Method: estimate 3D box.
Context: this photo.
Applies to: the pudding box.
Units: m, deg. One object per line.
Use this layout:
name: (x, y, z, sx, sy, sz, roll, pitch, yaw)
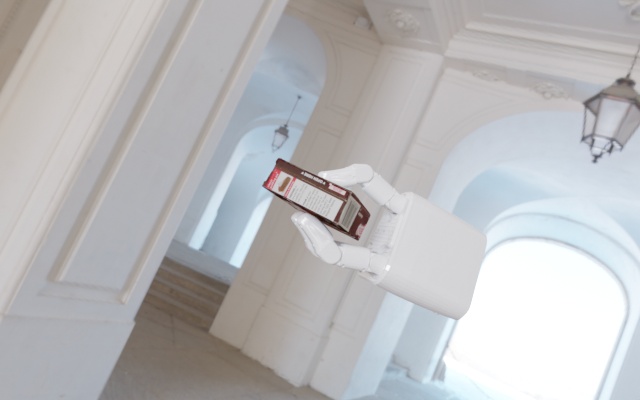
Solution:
pudding box: (0.000, 0.002, 0.512, 0.090, 0.039, 0.113, 25, -7, 19)
